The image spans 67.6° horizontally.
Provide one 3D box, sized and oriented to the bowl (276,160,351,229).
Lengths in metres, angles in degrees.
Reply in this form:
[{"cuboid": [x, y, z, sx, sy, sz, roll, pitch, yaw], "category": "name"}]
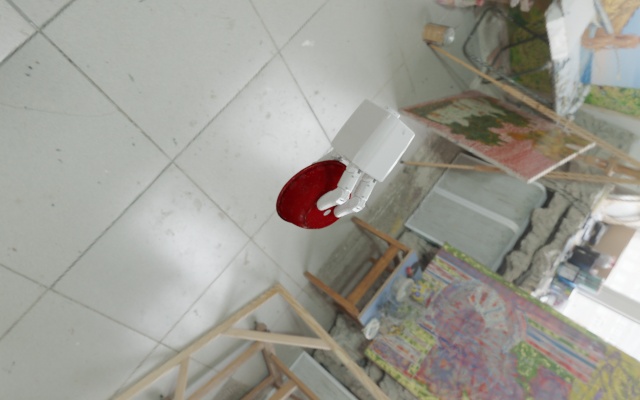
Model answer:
[{"cuboid": [0.000, 0.004, 0.894, 0.162, 0.162, 0.055, 0, 43, -40], "category": "bowl"}]
